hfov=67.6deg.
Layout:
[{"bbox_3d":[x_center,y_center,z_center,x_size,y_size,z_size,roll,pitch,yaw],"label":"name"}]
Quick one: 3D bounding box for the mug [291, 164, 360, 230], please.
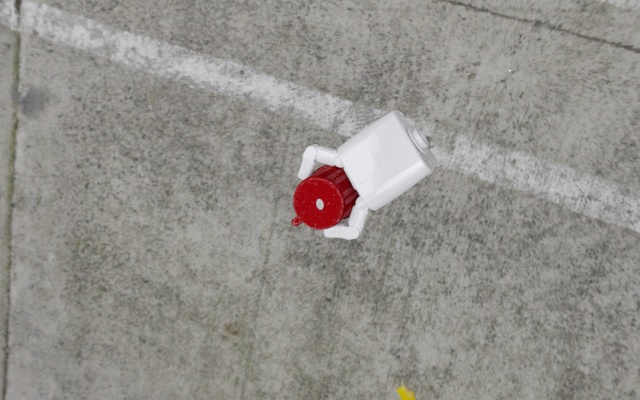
[{"bbox_3d":[-0.001,0.003,0.730,0.117,0.093,0.081,-35,0,24],"label":"mug"}]
